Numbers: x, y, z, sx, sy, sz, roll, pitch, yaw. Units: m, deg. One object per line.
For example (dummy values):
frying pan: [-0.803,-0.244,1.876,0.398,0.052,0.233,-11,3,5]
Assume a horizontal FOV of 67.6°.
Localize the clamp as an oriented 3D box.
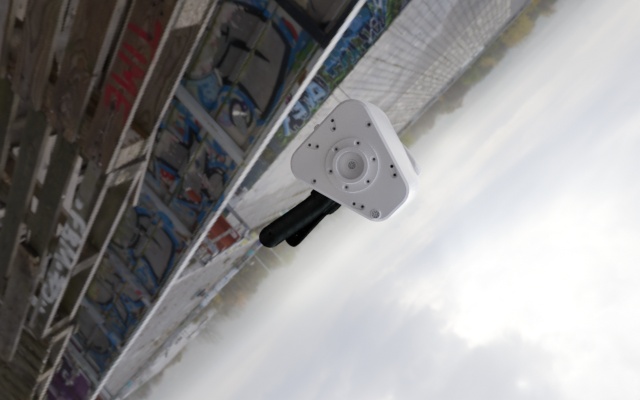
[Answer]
clamp: [0.001,0.002,0.572,0.171,0.039,0.120,-45,-6,14]
